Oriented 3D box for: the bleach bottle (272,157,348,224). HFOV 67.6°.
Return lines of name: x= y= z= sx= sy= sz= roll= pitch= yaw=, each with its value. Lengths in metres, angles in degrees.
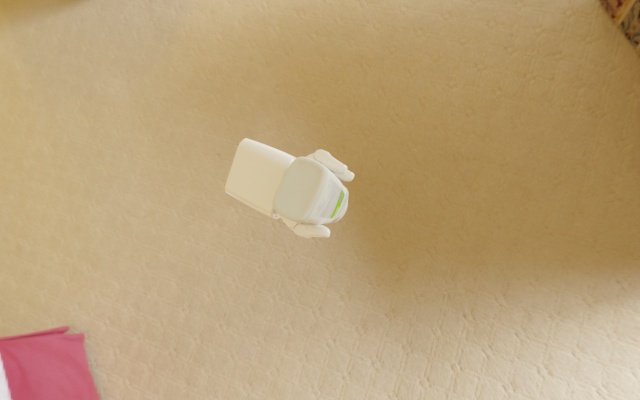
bleach bottle: x=0.000 y=0.003 z=0.837 sx=0.068 sy=0.102 sz=0.251 roll=25 pitch=-3 yaw=18
